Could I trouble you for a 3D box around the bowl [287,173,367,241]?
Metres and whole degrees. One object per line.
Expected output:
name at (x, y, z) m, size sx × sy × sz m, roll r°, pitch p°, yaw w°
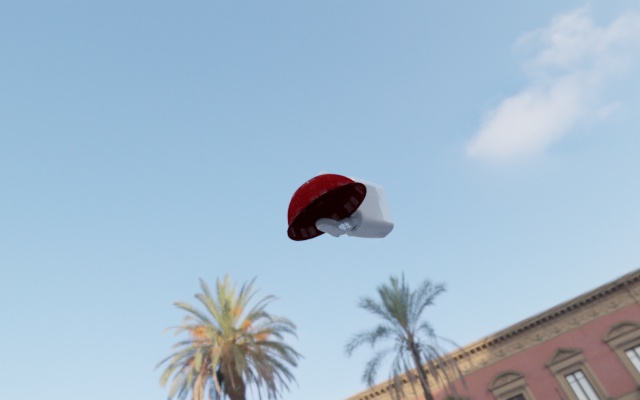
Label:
bowl at (-0.001, 0.002, 0.841) m, size 0.162 × 0.055 × 0.162 m, roll -28°, pitch -24°, yaw -13°
